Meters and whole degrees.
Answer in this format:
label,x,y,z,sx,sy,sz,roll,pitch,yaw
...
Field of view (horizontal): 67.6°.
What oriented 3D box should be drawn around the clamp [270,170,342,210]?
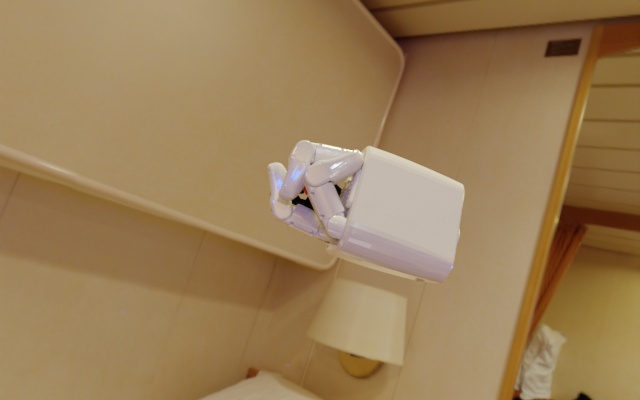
label,x,y,z,sx,sy,sz,roll,pitch,yaw
clamp,0.000,0.001,0.556,0.120,0.039,0.171,20,-9,-5
